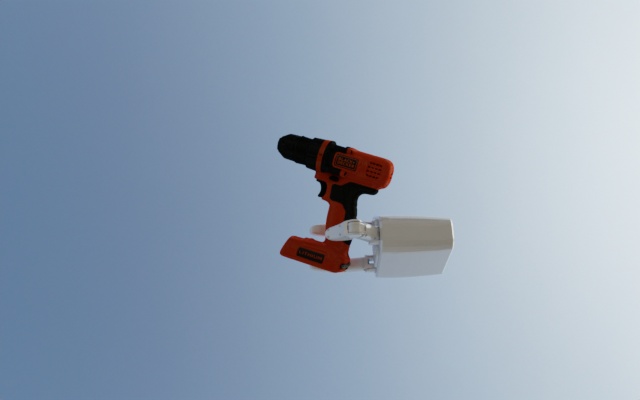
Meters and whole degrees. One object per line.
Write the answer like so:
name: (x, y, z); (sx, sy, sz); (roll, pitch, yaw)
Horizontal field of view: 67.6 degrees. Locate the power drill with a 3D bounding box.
power drill: (0.000, 0.003, 0.721); (0.184, 0.187, 0.057); (17, 4, 17)
